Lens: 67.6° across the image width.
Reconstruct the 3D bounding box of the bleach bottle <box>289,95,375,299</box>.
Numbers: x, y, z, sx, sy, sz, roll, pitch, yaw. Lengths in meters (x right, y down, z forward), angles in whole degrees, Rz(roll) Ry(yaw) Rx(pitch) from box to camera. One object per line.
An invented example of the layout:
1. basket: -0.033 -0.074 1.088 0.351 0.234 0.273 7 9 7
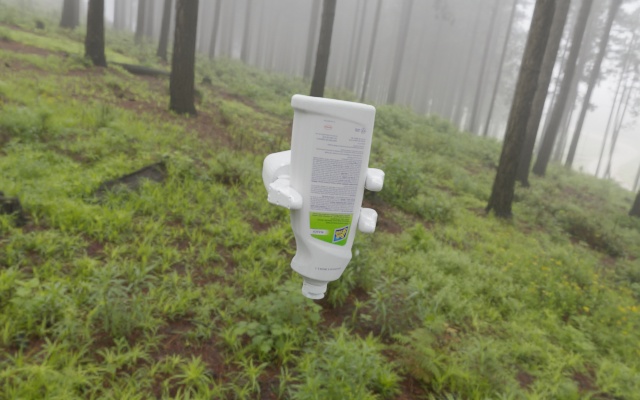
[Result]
1. bleach bottle: 0.000 0.002 0.595 0.102 0.251 0.068 5 14 -15
